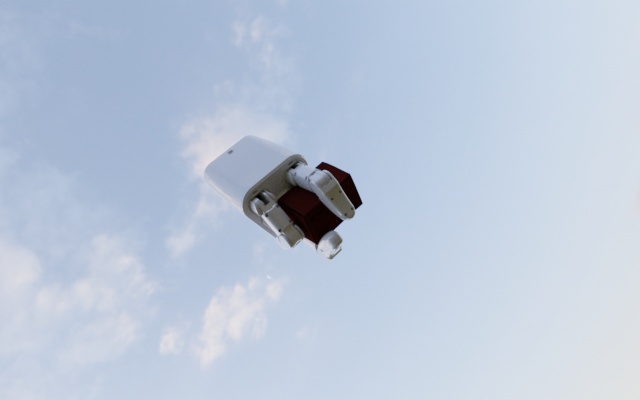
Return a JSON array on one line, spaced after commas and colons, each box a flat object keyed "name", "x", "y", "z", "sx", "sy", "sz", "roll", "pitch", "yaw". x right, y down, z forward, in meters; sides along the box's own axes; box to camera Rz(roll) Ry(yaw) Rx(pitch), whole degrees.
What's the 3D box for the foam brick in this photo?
[{"name": "foam brick", "x": 0.000, "y": 0.002, "z": 0.560, "sx": 0.078, "sy": 0.053, "sz": 0.051, "roll": -41, "pitch": 43, "yaw": -19}]
